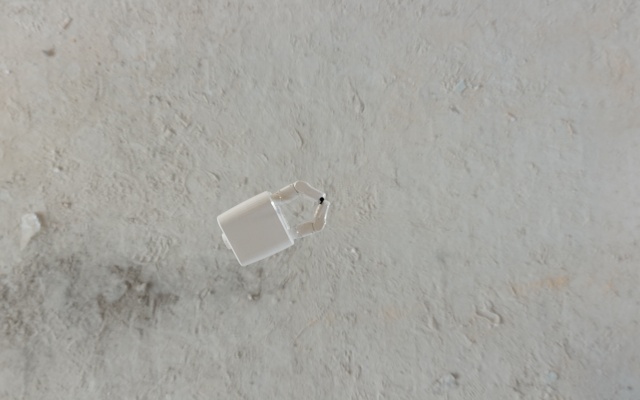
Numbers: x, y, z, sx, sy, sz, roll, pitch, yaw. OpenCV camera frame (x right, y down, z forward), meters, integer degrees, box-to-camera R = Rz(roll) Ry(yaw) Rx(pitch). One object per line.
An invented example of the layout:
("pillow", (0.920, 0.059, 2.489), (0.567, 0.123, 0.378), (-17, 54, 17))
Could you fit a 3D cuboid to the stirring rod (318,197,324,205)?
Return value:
("stirring rod", (0.000, 0.003, 0.888), (0.011, 0.011, 0.239), (0, -2, -1))
